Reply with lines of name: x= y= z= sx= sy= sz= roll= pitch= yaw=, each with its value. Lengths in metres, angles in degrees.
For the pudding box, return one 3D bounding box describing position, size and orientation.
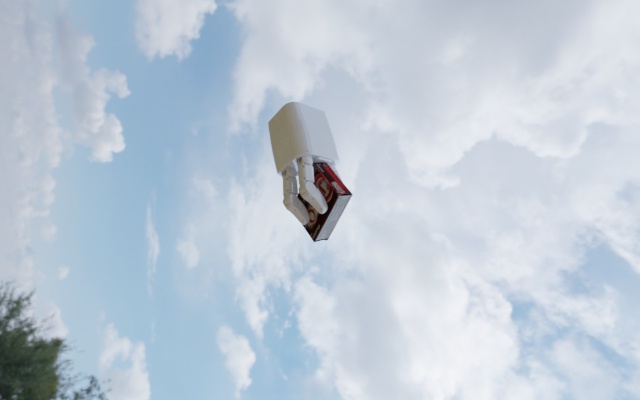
pudding box: x=0.000 y=0.003 z=0.845 sx=0.039 sy=0.113 sz=0.090 roll=-5 pitch=43 yaw=-36
